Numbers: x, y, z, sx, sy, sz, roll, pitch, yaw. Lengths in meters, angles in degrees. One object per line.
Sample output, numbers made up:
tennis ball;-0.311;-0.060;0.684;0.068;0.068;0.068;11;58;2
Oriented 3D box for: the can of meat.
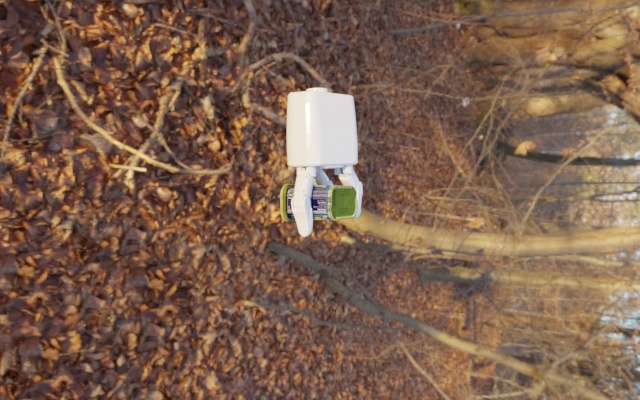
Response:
can of meat;0.000;0.002;0.736;0.084;0.057;0.102;0;2;27
